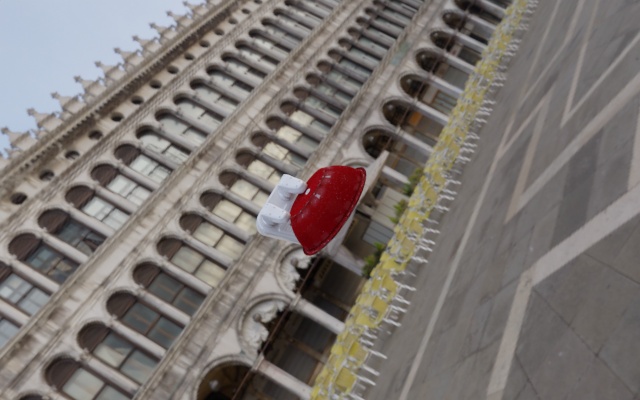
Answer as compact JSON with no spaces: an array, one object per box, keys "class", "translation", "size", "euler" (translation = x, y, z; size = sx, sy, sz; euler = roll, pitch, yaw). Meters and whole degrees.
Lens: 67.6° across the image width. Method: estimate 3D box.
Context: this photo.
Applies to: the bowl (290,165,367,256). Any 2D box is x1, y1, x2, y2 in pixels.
[{"class":"bowl","translation":[0.000,0.002,0.731],"size":[0.055,0.162,0.162],"euler":[34,-10,-14]}]
